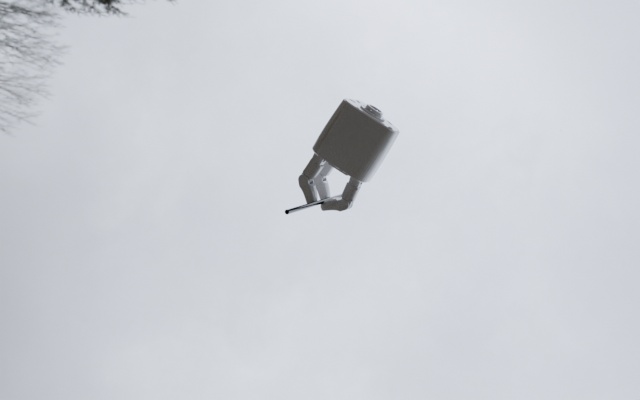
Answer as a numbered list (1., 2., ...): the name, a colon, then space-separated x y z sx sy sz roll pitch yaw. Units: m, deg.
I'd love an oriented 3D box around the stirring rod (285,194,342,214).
1. stirring rod: 0.000 0.003 0.865 0.011 0.011 0.239 0 7 27
